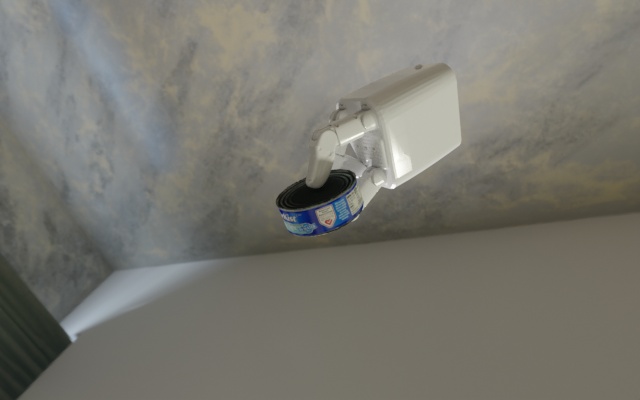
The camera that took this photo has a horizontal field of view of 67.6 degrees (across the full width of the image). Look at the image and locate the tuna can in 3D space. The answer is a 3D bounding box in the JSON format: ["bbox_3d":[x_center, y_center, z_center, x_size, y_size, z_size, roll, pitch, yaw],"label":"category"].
[{"bbox_3d":[0.000,0.002,0.488,0.086,0.034,0.086,-17,22,7],"label":"tuna can"}]
